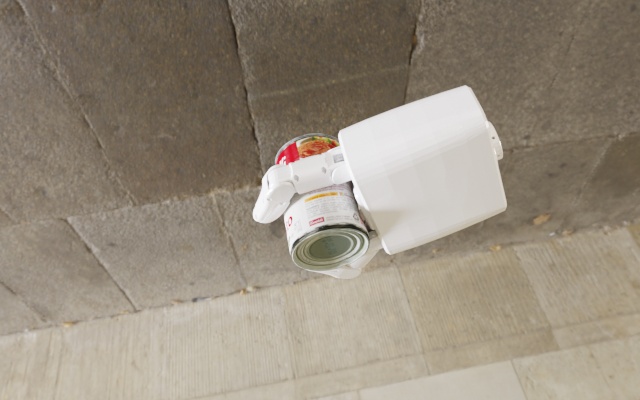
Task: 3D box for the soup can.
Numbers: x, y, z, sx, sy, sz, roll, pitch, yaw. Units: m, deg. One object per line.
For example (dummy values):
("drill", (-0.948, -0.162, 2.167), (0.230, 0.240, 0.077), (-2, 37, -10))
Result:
("soup can", (0.000, 0.002, 0.416), (0.068, 0.102, 0.069), (-8, -37, -6))
